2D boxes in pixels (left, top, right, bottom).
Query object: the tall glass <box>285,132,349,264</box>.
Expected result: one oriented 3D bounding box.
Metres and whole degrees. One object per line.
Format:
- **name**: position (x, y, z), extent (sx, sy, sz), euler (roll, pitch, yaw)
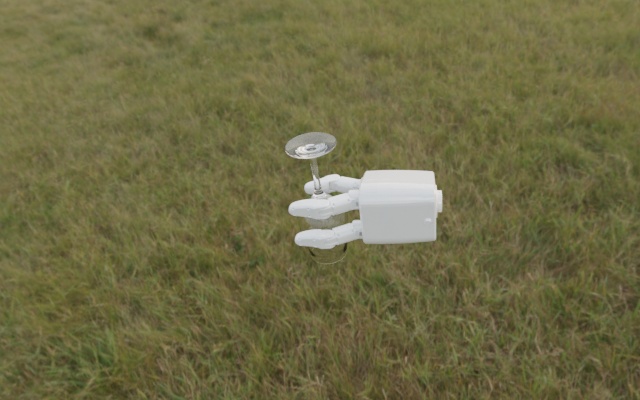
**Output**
- **tall glass**: position (0.000, 0.002, 0.729), extent (0.079, 0.201, 0.079), euler (-6, 34, 4)
